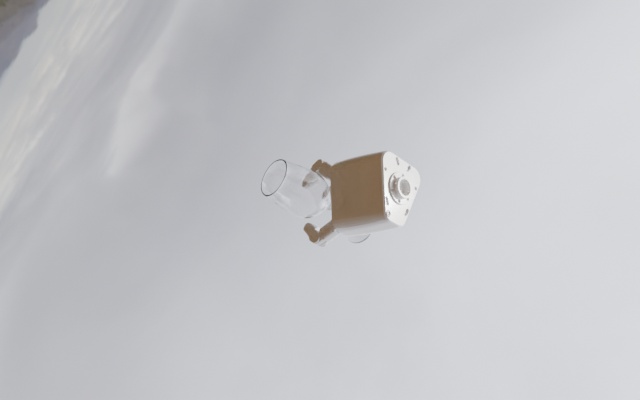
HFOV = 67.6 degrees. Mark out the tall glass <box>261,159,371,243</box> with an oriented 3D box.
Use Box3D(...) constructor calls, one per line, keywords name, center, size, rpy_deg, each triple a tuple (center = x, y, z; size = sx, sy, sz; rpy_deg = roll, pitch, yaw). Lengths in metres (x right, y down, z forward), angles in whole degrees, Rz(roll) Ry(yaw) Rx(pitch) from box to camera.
Box3D(name="tall glass", center=(0.001, 0.003, 0.781), size=(0.201, 0.079, 0.079), rpy_deg=(28, -17, -36))
